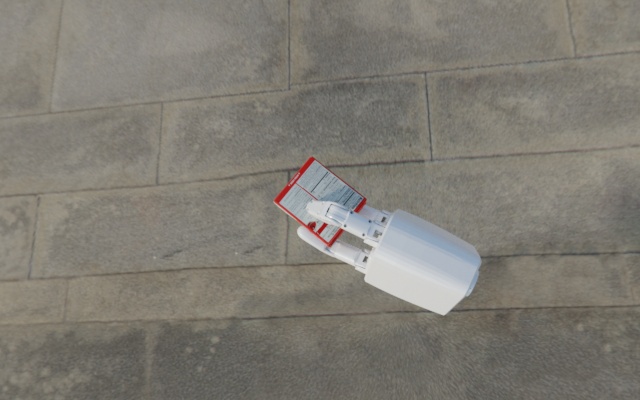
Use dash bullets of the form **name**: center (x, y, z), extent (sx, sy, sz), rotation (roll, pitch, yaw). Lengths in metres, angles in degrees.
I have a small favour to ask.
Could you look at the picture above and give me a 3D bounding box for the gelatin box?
- **gelatin box**: center (0.000, 0.002, 0.580), extent (0.089, 0.073, 0.030), rotation (38, -6, 8)
